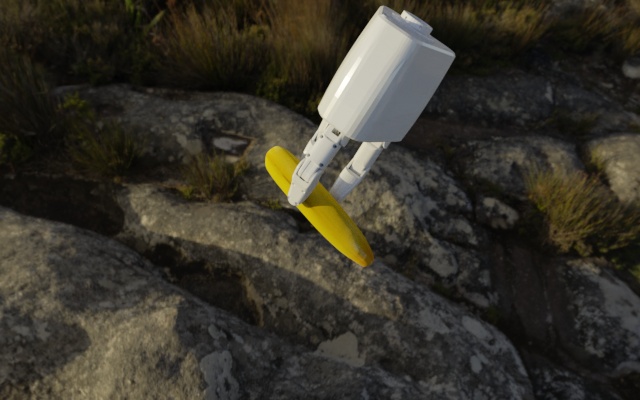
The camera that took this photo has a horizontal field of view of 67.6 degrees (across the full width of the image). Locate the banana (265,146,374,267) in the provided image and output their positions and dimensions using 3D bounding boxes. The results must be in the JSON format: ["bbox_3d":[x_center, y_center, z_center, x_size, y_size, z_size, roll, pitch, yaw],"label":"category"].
[{"bbox_3d":[-0.010,-0.005,0.541,0.197,0.037,0.070,49,9,30],"label":"banana"}]
